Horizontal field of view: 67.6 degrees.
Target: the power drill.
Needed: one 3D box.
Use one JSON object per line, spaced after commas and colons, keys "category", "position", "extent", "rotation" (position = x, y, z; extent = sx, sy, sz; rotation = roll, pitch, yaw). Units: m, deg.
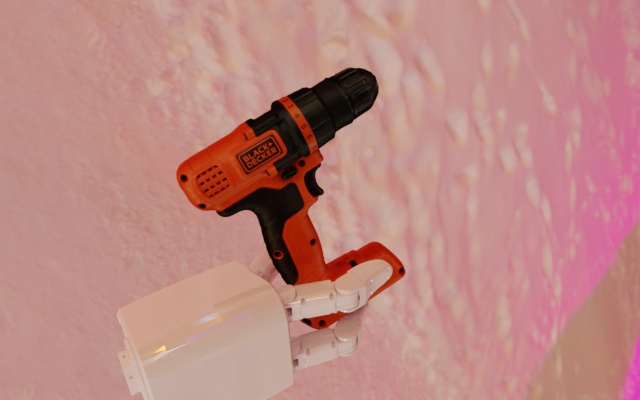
{"category": "power drill", "position": [0.000, 0.002, 0.414], "extent": [0.184, 0.188, 0.057], "rotation": [-31, 16, -6]}
